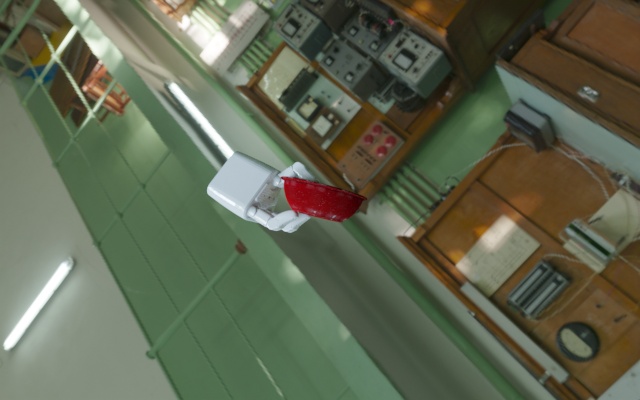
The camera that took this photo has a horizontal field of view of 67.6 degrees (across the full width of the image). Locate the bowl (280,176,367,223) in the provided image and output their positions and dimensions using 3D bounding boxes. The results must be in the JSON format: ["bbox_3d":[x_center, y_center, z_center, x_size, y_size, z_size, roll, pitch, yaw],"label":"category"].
[{"bbox_3d":[0.001,0.003,0.859,0.162,0.055,0.162,14,-3,1],"label":"bowl"}]
